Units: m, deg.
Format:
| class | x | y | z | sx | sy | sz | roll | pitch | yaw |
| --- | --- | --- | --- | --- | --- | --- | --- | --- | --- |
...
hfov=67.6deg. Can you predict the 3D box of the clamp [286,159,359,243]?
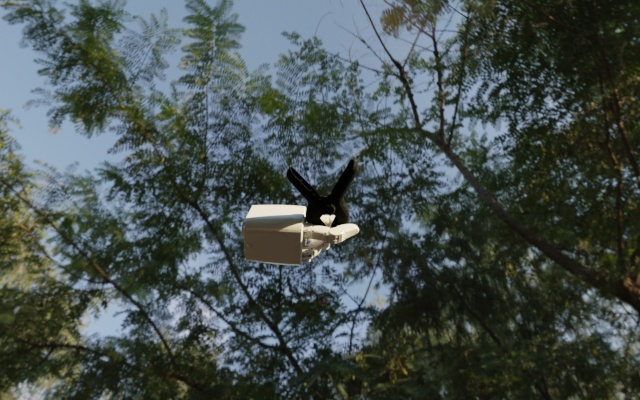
| class | x | y | z | sx | sy | sz | roll | pitch | yaw |
| --- | --- | --- | --- | --- | --- | --- | --- | --- | --- |
| clamp | 0.000 | 0.003 | 0.842 | 0.120 | 0.172 | 0.039 | 4 | 33 | 0 |
